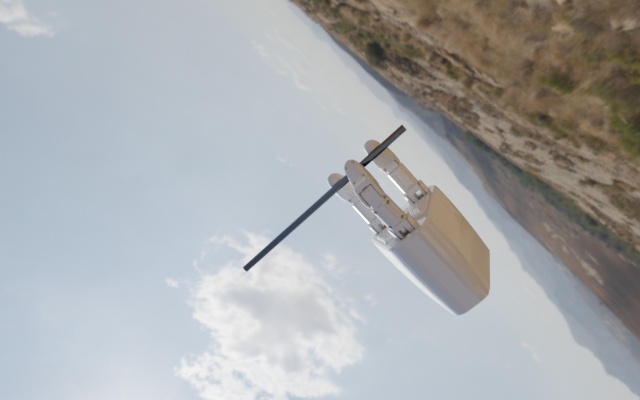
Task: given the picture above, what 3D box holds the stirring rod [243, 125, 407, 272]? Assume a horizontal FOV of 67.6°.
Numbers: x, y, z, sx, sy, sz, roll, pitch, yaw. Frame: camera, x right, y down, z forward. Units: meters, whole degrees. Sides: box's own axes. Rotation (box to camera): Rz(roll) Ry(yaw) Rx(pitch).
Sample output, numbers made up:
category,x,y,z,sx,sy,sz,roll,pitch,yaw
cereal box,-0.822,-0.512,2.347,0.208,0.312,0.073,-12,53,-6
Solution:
category,x,y,z,sx,sy,sz,roll,pitch,yaw
stirring rod,0.000,0.002,0.524,0.239,0.011,0.011,-42,-12,14
